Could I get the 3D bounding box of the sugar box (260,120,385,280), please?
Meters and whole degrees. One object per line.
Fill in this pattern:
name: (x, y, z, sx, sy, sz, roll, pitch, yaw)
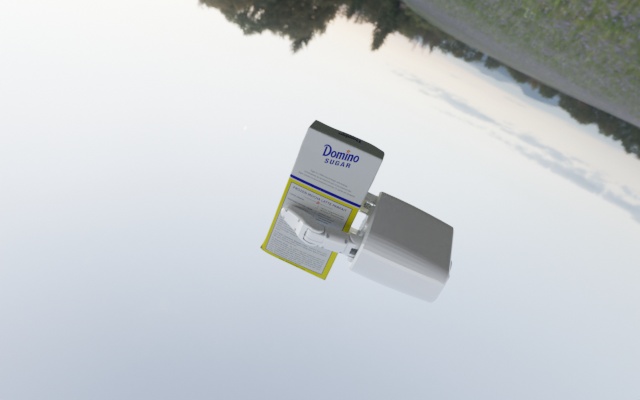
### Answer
sugar box: (0.000, 0.002, 0.577, 0.093, 0.176, 0.048, 25, 23, 1)
